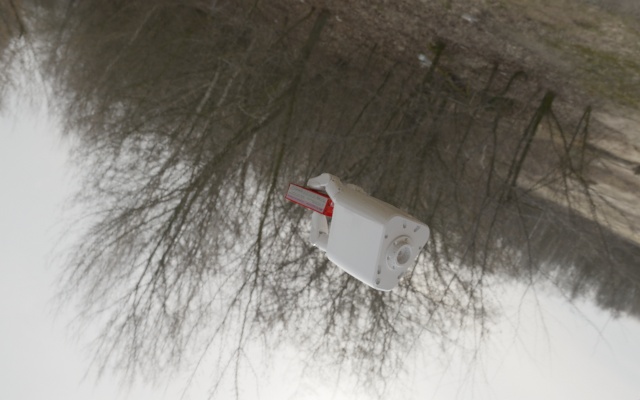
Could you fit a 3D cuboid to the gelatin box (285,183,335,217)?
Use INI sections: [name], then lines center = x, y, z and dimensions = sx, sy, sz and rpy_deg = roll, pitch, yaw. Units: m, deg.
[gelatin box]
center = 0.000, 0.003, 0.761
dimensions = 0.089, 0.030, 0.073
rpy_deg = 21, 2, 38
